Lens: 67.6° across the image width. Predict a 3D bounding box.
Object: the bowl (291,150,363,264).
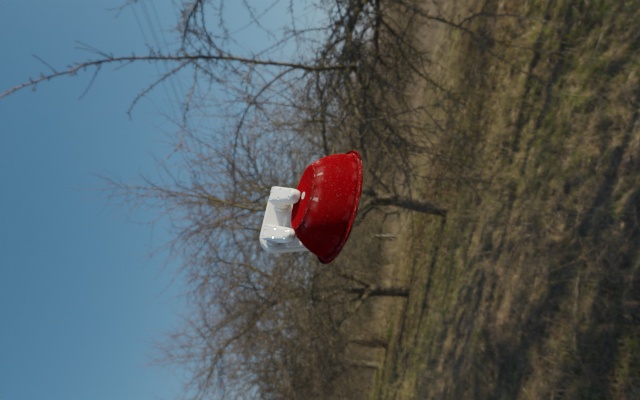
[{"bbox_3d":[0.000,0.002,0.649,0.055,0.162,0.162,16,-4,-16],"label":"bowl"}]
